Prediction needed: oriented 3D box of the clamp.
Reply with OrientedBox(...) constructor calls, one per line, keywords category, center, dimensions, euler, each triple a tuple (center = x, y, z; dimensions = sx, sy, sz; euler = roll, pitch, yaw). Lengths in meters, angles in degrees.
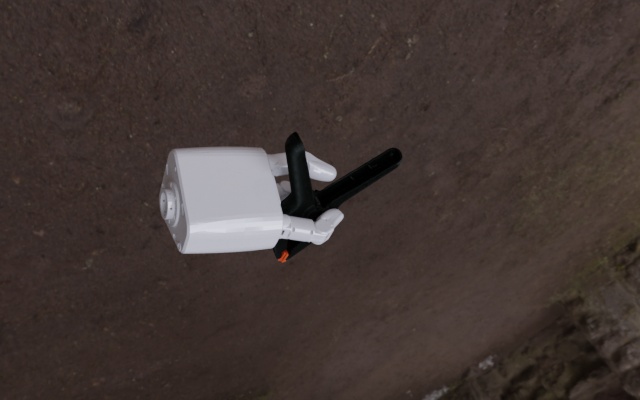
OrientedBox(category="clamp", center=(0.000, 0.003, 0.595), dimensions=(0.164, 0.036, 0.210), euler=(-2, -42, -32))
